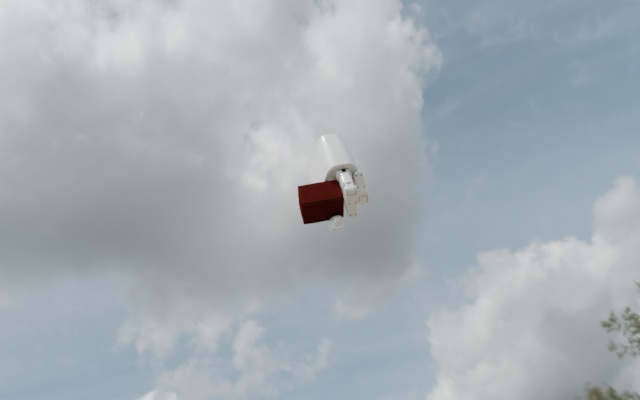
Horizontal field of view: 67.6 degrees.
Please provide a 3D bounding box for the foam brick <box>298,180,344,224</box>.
[{"bbox_3d":[0.000,0.003,0.869,0.078,0.053,0.051,-10,45,-8],"label":"foam brick"}]
